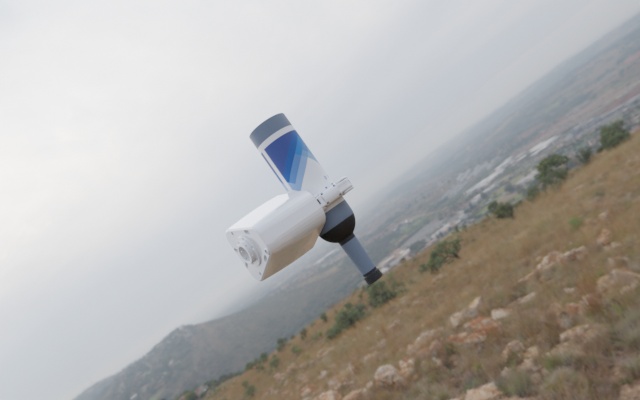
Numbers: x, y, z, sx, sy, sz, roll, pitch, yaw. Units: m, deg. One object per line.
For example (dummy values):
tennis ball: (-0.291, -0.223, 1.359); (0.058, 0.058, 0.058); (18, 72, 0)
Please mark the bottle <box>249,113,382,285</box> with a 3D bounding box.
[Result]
bottle: (0.000, 0.002, 0.743); (0.069, 0.295, 0.069); (-35, -2, -2)
